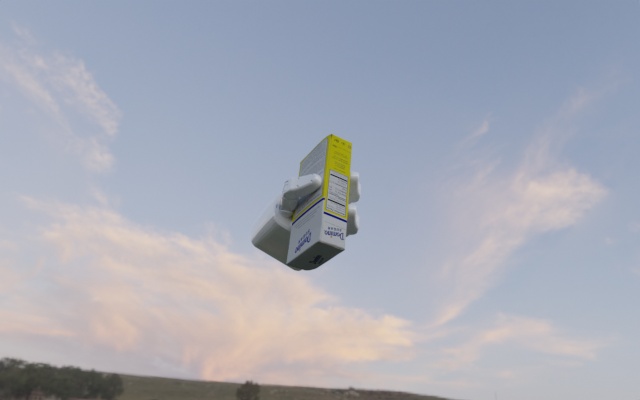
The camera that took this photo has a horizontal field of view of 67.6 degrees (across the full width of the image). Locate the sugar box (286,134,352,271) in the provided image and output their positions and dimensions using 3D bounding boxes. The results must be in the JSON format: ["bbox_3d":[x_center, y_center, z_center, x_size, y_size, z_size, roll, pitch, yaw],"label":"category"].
[{"bbox_3d":[0.001,0.002,0.670,0.048,0.176,0.093,19,-34,-24],"label":"sugar box"}]
